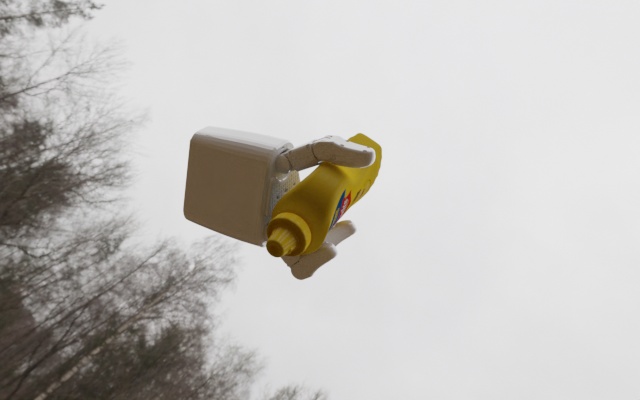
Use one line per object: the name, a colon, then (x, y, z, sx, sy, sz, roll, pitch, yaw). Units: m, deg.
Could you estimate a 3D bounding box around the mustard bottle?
mustard bottle: (0.000, 0.002, 0.490, 0.058, 0.096, 0.191, 36, 36, 7)
